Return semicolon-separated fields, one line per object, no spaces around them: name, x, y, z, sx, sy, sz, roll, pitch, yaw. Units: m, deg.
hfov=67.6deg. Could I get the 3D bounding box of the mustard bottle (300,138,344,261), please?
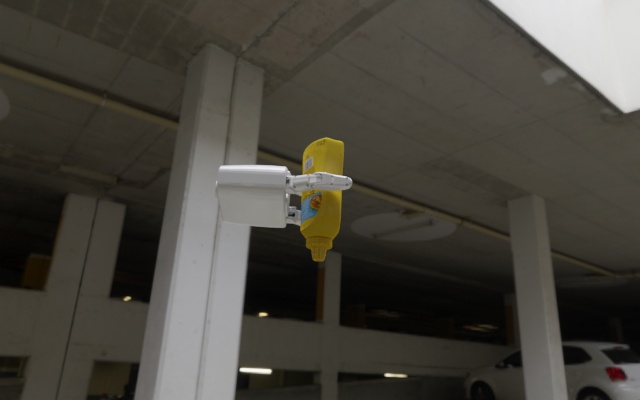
mustard bottle;0.000;0.002;0.772;0.058;0.191;0.096;12;-21;-24
